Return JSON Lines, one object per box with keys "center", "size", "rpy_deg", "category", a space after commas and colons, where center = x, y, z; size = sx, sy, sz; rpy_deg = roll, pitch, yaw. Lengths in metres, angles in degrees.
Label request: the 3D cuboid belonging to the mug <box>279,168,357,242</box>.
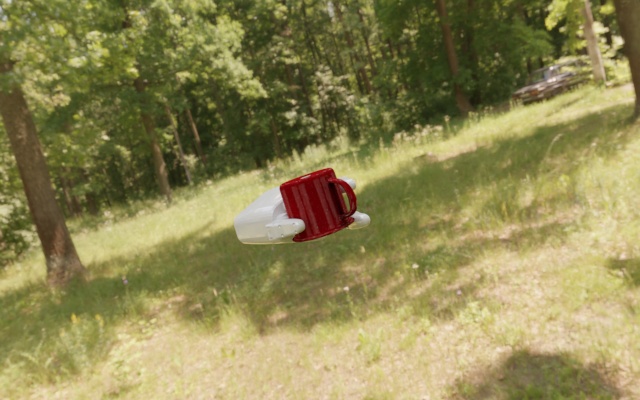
{"center": [0.001, 0.002, 0.659], "size": [0.117, 0.081, 0.093], "rpy_deg": [-12, 10, 45], "category": "mug"}
